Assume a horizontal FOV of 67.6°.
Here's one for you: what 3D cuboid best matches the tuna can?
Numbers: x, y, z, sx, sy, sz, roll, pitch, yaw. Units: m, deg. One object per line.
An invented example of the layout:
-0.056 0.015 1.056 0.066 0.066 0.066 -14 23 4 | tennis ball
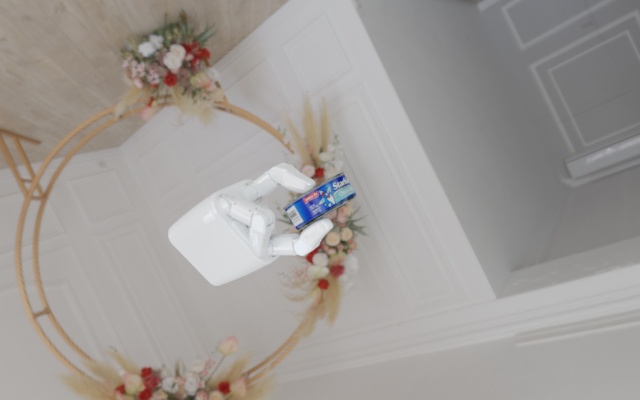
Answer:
0.000 0.002 0.579 0.086 0.034 0.086 -31 -3 -2 | tuna can
